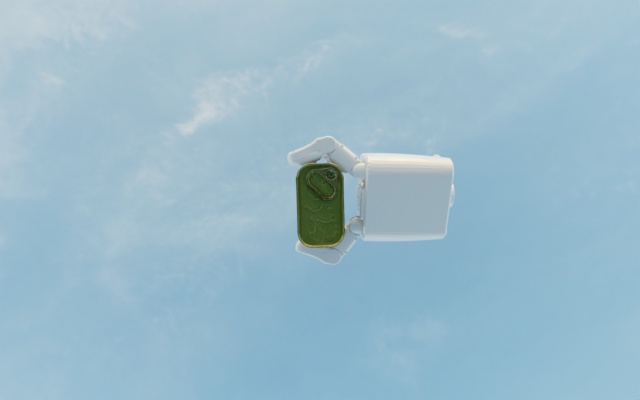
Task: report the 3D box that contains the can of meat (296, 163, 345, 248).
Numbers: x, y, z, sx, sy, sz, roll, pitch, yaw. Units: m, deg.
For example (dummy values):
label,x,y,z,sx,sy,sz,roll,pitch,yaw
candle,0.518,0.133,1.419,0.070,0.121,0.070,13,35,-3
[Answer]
label,x,y,z,sx,sy,sz,roll,pitch,yaw
can of meat,0.000,0.002,0.608,0.057,0.102,0.084,-2,6,0
